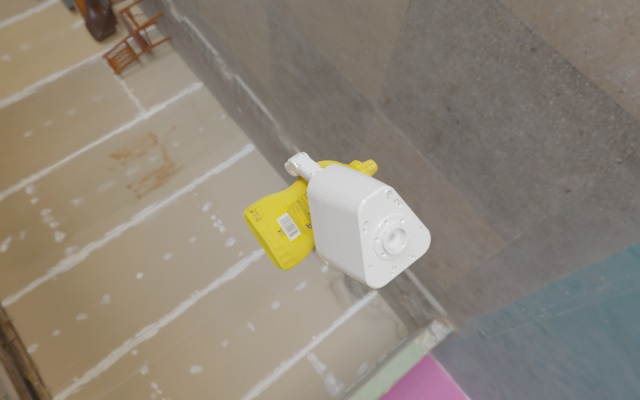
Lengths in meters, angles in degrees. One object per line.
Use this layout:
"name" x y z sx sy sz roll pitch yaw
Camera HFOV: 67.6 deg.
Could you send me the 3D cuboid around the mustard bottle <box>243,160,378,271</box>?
"mustard bottle" 0.000 0.002 0.639 0.191 0.096 0.058 -35 5 -17
